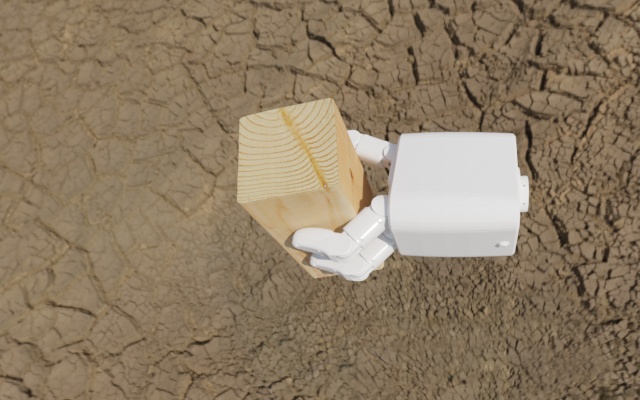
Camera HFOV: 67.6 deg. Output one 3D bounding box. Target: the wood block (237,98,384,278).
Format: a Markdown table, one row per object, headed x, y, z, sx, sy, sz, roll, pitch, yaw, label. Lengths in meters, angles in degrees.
| x | y | z | sx | sy | sz | roll | pitch | yaw | label |
| --- | --- | --- | --- | --- | --- | --- | --- | --- | --- |
| 0.000 | 0.001 | 0.487 | 0.090 | 0.090 | 0.206 | -10 | -29 | 13 | wood block |
